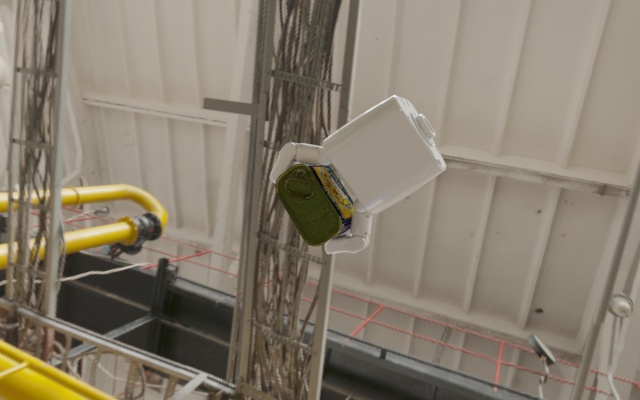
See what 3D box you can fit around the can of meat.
[{"bbox_3d":[0.000,0.002,0.620,0.057,0.102,0.084,-35,-9,23],"label":"can of meat"}]
